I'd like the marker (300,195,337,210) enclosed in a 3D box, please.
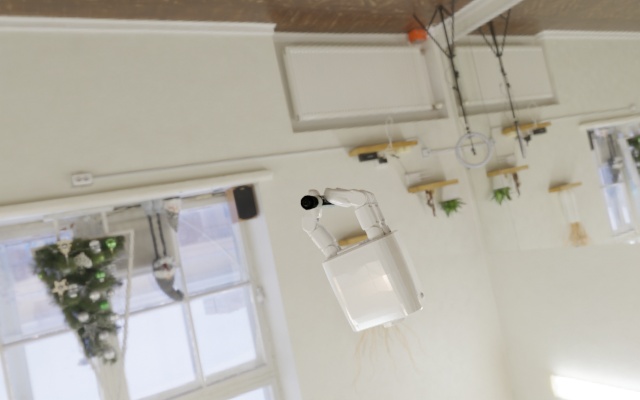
[{"bbox_3d":[0.000,0.002,0.637,0.020,0.020,0.121,0,0,17],"label":"marker"}]
